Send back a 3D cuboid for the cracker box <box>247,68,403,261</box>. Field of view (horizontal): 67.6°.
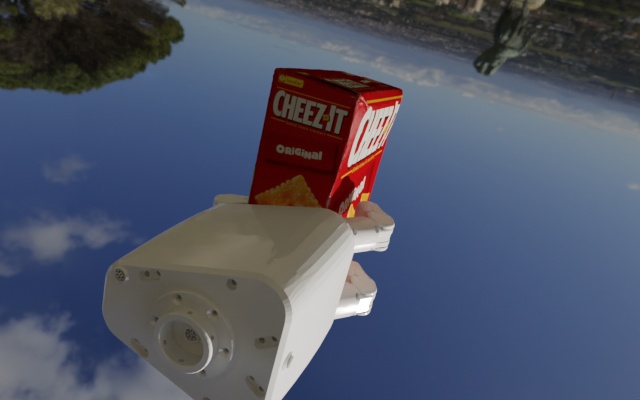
[{"bbox_3d":[0.000,0.001,0.414,0.072,0.214,0.164,20,19,13],"label":"cracker box"}]
